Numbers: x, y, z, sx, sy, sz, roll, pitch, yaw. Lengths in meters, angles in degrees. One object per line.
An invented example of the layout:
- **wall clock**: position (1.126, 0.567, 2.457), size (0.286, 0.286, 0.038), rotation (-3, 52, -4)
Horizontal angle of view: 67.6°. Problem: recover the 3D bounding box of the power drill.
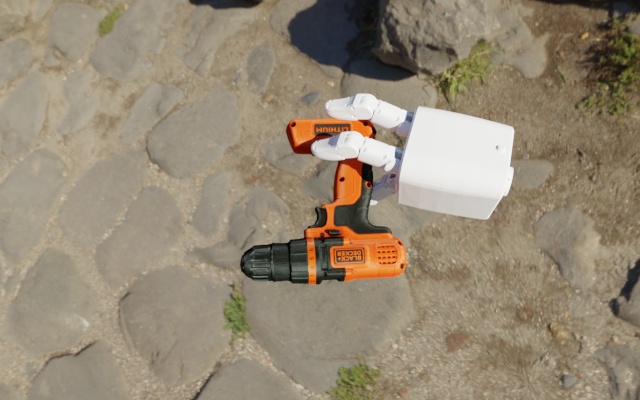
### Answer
- **power drill**: position (0.000, 0.001, 0.550), size (0.184, 0.187, 0.057), rotation (-1, -13, -5)
